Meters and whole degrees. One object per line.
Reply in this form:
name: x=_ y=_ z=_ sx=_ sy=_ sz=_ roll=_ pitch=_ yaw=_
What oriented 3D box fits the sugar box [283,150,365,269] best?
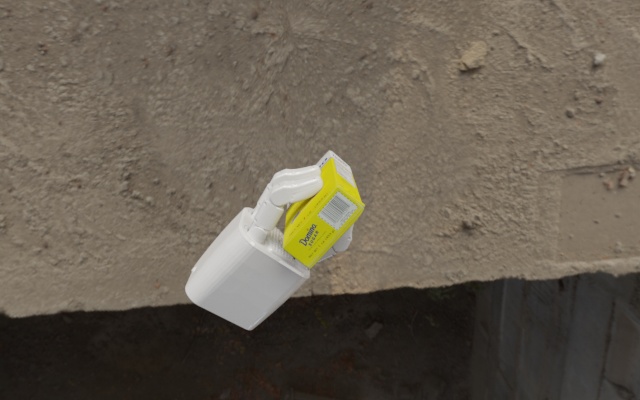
sugar box: x=0.000 y=0.002 z=0.579 sx=0.048 sy=0.093 sz=0.176 roll=39 pitch=12 yaw=-16
